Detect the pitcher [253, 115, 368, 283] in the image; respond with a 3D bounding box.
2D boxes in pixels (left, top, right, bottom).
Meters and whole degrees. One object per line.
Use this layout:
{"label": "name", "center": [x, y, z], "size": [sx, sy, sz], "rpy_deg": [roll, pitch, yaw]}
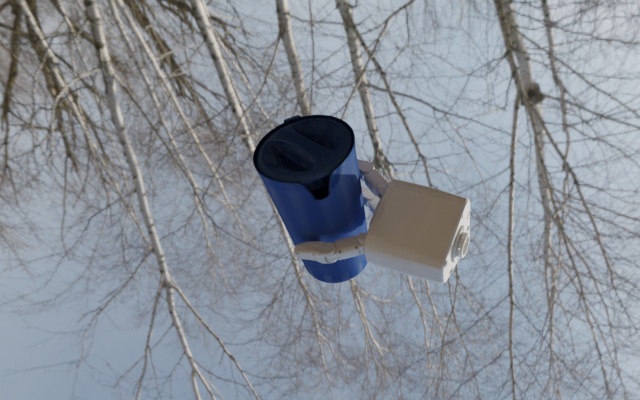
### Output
{"label": "pitcher", "center": [0.000, 0.002, 0.692], "size": [0.145, 0.149, 0.243], "rpy_deg": [14, -38, 28]}
